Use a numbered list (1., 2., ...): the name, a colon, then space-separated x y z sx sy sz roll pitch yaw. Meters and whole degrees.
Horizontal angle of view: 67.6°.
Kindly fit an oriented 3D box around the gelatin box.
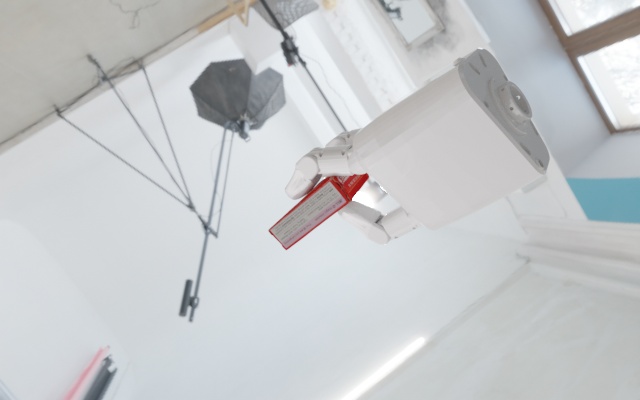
1. gelatin box: 0.000 0.002 0.461 0.089 0.030 0.073 -40 2 28
